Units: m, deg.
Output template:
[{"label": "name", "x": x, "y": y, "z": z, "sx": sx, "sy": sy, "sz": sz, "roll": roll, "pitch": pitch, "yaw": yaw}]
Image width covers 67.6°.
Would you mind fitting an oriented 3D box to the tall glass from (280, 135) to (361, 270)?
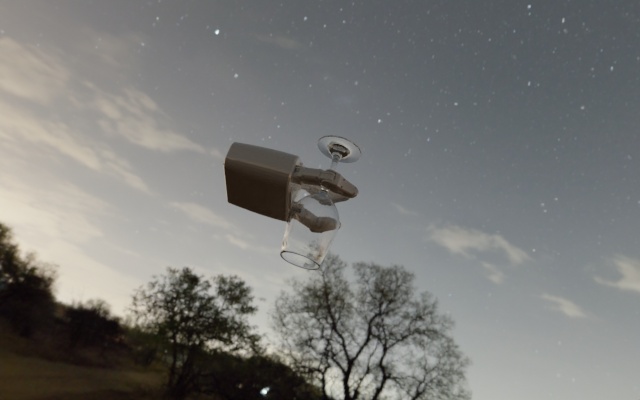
[{"label": "tall glass", "x": 0.000, "y": 0.002, "z": 0.732, "sx": 0.079, "sy": 0.201, "sz": 0.079, "roll": 16, "pitch": -24, "yaw": 7}]
